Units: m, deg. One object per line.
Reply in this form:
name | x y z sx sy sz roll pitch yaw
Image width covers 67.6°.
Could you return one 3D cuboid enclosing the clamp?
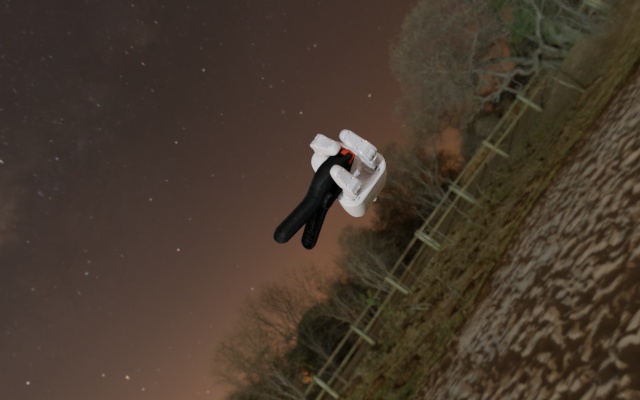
clamp | 0.000 0.002 0.717 0.039 0.171 0.120 34 -6 17
